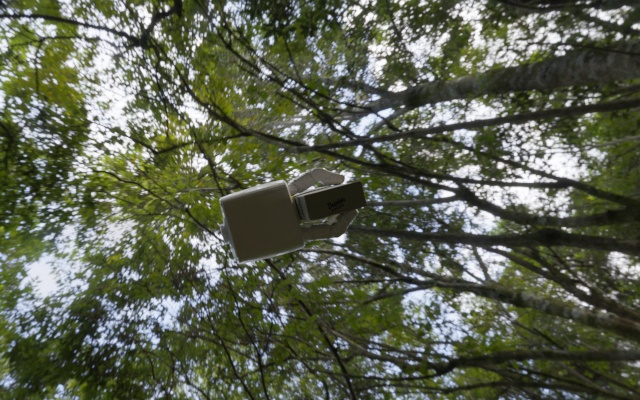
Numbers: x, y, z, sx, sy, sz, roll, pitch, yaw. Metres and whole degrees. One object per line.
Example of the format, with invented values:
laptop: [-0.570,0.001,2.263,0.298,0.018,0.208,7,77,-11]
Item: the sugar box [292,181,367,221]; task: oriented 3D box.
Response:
sugar box: [0.000,0.003,0.775,0.093,0.048,0.176,-15,5,-14]
